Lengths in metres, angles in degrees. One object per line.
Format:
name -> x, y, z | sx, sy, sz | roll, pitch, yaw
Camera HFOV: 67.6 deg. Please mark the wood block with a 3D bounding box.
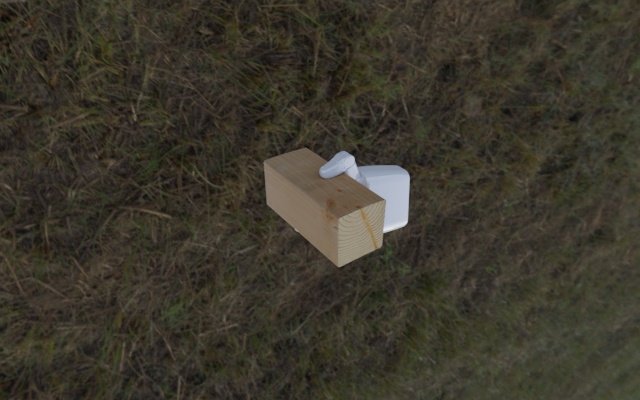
wood block -> 0.001, 0.002, 0.764 | 0.090, 0.091, 0.206 | -21, 38, -30
